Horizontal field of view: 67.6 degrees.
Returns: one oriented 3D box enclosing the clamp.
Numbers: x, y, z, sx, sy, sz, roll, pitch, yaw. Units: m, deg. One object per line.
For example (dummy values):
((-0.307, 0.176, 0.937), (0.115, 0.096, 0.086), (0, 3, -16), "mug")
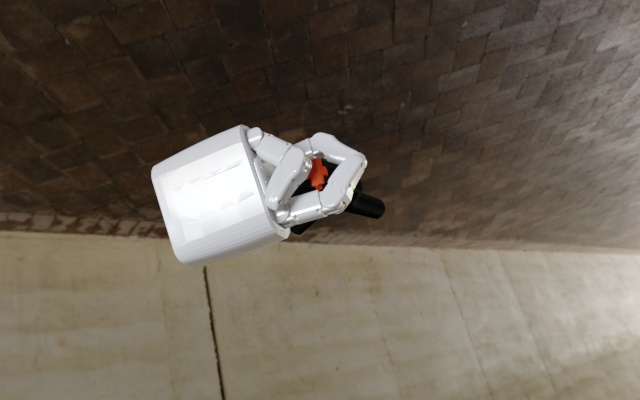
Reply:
((0.000, 0.002, 0.532), (0.120, 0.039, 0.171), (-21, -24, 12), "clamp")
